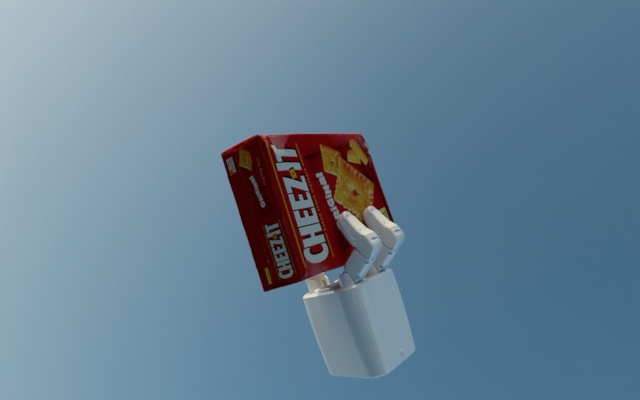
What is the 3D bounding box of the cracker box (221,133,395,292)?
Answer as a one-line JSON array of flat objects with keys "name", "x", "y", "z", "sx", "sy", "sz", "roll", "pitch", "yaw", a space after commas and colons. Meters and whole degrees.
[{"name": "cracker box", "x": 0.000, "y": 0.002, "z": 0.590, "sx": 0.072, "sy": 0.164, "sz": 0.213, "roll": -23, "pitch": -7, "yaw": 36}]
